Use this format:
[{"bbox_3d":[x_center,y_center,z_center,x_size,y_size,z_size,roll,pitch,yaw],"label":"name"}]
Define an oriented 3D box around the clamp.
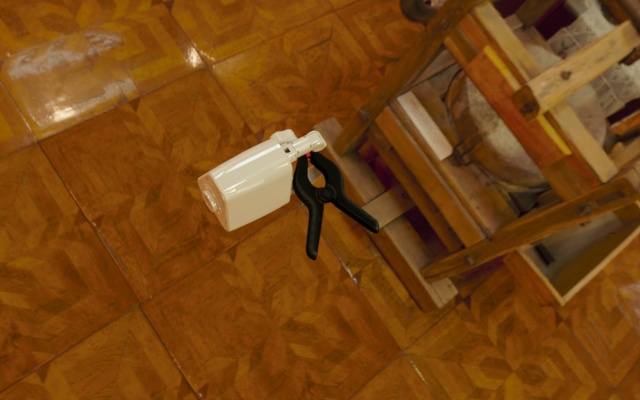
[{"bbox_3d":[0.000,0.002,0.720,0.120,0.171,0.039,-30,-7,-24],"label":"clamp"}]
